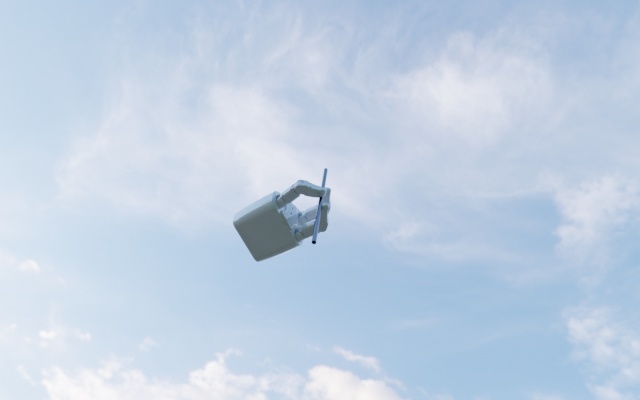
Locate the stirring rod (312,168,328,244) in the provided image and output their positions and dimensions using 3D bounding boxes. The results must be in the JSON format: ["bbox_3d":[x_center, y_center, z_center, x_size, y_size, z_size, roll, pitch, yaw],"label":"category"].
[{"bbox_3d":[0.000,0.003,0.895,0.011,0.011,0.239,0,34,6],"label":"stirring rod"}]
